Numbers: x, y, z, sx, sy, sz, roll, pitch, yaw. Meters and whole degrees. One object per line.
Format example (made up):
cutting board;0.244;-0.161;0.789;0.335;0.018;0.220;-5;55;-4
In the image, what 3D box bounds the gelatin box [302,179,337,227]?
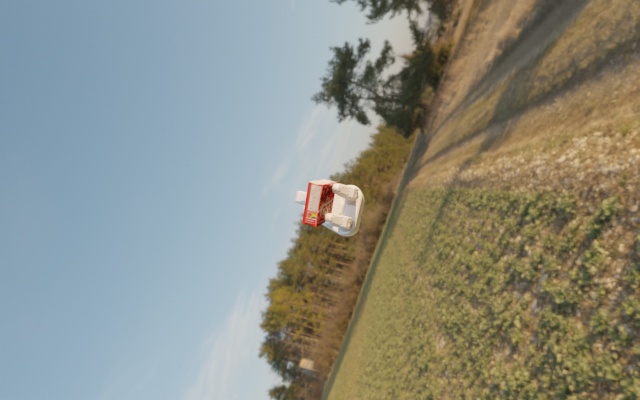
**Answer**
gelatin box;0.000;0.003;0.835;0.030;0.073;0.089;12;9;16
